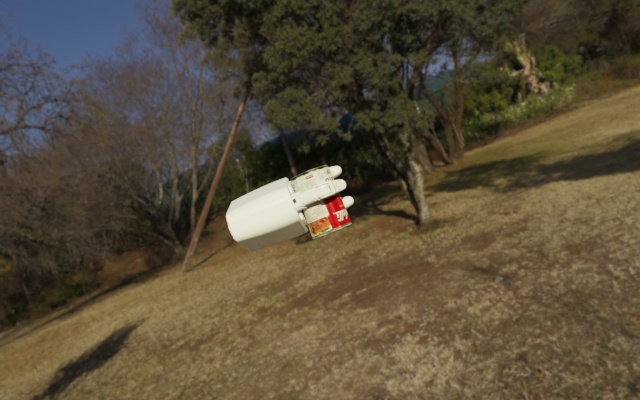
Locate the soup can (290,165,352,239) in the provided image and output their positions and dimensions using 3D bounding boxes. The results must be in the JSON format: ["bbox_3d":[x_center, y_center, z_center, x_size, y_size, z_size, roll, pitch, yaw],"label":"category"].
[{"bbox_3d":[0.000,0.002,0.766,0.068,0.102,0.068,-22,-2,-1],"label":"soup can"}]
